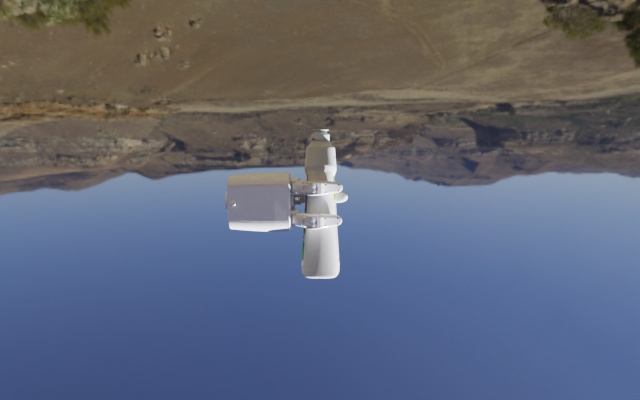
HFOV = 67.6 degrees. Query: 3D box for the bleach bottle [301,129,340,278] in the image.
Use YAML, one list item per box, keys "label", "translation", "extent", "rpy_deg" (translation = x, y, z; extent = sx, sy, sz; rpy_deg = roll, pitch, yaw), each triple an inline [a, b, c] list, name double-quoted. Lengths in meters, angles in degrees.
- label: "bleach bottle"
  translation: [0.000, 0.003, 0.835]
  extent: [0.068, 0.251, 0.102]
  rpy_deg: [0, 7, 0]
